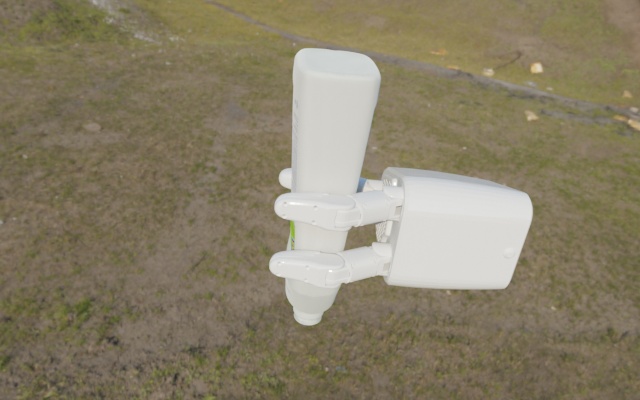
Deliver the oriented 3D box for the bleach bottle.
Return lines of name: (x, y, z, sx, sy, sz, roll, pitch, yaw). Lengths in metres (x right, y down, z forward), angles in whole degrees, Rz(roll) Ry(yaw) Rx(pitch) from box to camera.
bleach bottle: (0.000, 0.001, 0.430, 0.068, 0.251, 0.102, 5, 27, -4)
